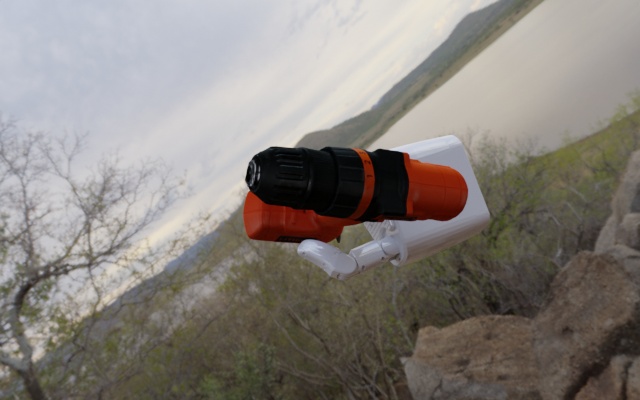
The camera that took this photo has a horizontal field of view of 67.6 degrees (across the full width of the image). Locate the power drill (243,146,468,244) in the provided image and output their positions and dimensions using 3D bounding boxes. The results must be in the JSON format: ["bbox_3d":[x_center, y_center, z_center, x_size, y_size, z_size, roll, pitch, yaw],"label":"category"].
[{"bbox_3d":[0.000,0.001,0.412,0.184,0.057,0.188,7,-12,-29],"label":"power drill"}]
